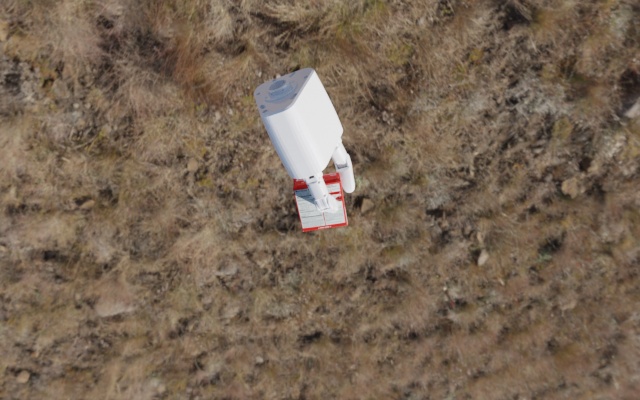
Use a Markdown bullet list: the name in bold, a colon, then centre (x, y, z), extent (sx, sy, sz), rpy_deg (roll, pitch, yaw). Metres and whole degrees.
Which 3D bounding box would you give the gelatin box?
- **gelatin box**: centre (0.000, 0.003, 0.742), extent (0.073, 0.089, 0.030), rpy_deg (-9, 36, 3)
